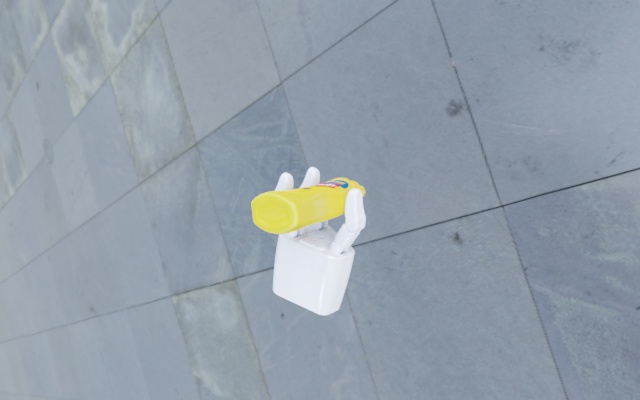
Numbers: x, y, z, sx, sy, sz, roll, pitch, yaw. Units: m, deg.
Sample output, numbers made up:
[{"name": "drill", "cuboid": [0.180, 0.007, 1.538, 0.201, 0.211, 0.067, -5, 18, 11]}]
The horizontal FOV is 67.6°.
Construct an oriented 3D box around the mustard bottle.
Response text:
[{"name": "mustard bottle", "cuboid": [0.000, 0.002, 0.703, 0.096, 0.058, 0.191, -1, 9, 45]}]
